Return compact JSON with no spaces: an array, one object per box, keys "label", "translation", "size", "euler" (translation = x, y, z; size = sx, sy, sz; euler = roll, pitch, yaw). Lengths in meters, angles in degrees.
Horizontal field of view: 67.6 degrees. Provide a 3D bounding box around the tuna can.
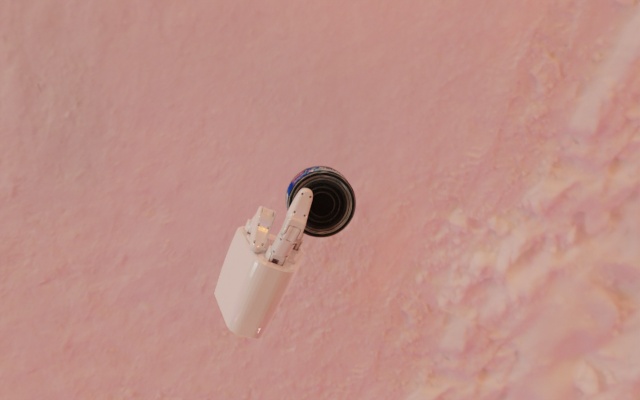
[{"label":"tuna can","translation":[0.000,0.002,0.590],"size":[0.086,0.086,0.033],"euler":[0,14,-7]}]
